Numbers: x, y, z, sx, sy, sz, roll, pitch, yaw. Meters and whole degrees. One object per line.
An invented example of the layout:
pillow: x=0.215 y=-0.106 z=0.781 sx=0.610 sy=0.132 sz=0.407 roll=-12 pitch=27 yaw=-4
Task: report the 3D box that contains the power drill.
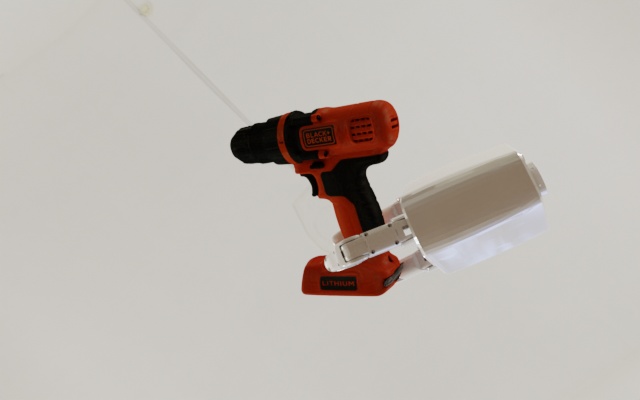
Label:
power drill: x=0.000 y=0.002 z=0.481 sx=0.184 sy=0.188 sz=0.057 roll=-4 pitch=16 yaw=32
